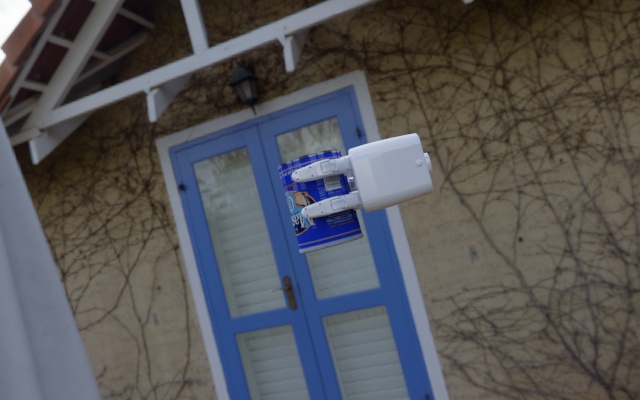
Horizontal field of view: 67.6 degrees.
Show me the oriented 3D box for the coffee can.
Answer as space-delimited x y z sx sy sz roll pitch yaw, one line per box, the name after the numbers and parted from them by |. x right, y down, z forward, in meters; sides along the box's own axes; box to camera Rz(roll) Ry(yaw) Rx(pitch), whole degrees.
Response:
0.000 0.003 0.748 0.103 0.140 0.103 -15 -3 -1 | coffee can
